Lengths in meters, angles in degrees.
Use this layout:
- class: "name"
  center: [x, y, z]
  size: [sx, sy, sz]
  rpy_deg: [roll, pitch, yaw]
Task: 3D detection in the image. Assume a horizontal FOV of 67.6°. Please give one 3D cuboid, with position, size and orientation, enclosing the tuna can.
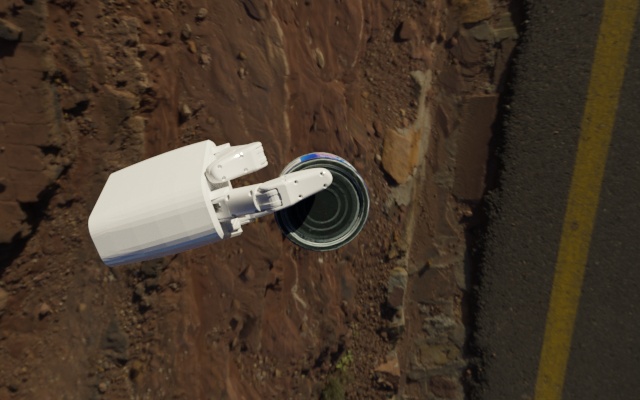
- class: "tuna can"
  center: [0.000, 0.001, 0.426]
  size: [0.086, 0.086, 0.033]
  rpy_deg: [0, 12, -5]
